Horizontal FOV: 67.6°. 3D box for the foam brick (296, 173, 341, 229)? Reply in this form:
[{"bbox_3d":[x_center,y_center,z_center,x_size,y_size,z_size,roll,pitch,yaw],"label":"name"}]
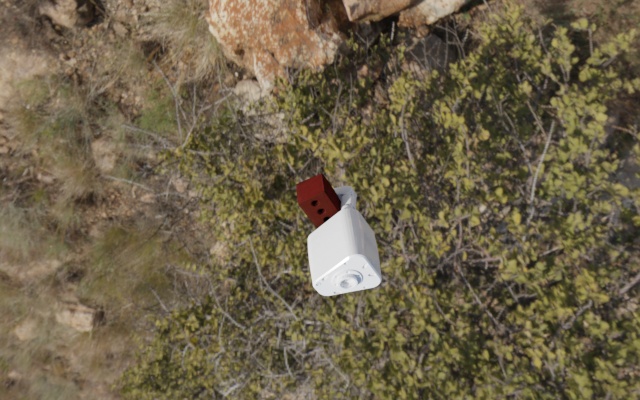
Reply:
[{"bbox_3d":[0.000,0.003,0.827,0.053,0.051,0.078,-25,-51,16],"label":"foam brick"}]
